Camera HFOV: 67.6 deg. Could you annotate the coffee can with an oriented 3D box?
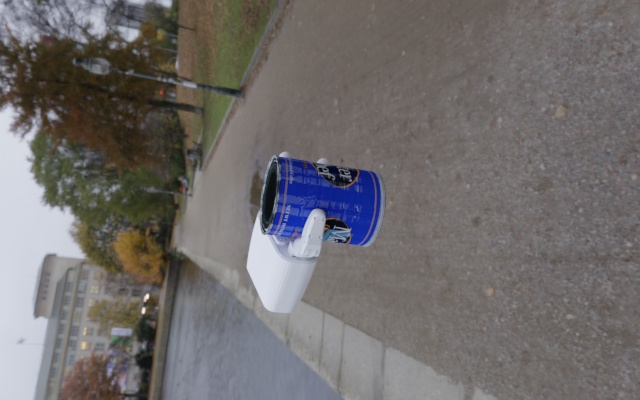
[{"bbox_3d":[0.000,0.002,0.623,0.140,0.103,0.103,8,-2,-17],"label":"coffee can"}]
